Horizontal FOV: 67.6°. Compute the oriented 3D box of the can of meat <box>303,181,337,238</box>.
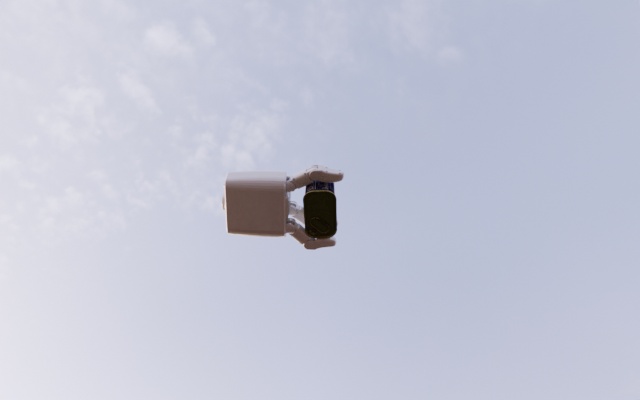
[{"bbox_3d":[0.000,0.003,0.858,0.057,0.102,0.084,-2,35,2],"label":"can of meat"}]
